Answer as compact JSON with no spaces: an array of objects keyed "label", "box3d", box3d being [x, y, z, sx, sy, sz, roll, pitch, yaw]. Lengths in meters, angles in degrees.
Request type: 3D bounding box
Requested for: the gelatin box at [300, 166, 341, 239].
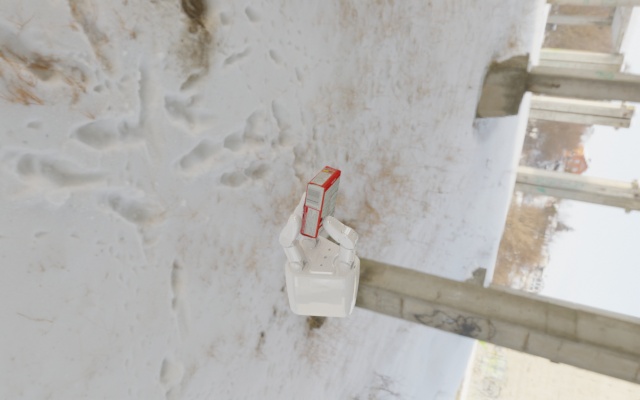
[{"label":"gelatin box","box3d":[0.001,0.002,0.717,0.030,0.089,0.073,18,30,15]}]
